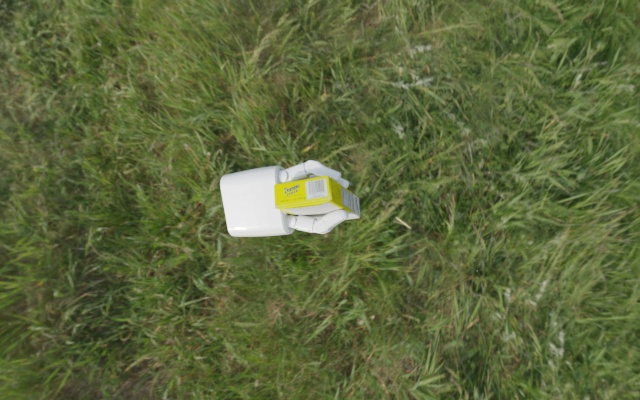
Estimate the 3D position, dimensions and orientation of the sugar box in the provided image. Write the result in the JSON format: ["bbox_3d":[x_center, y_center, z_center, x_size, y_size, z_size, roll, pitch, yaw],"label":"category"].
[{"bbox_3d":[0.000,0.002,0.801,0.093,0.048,0.176,-8,-10,17],"label":"sugar box"}]
